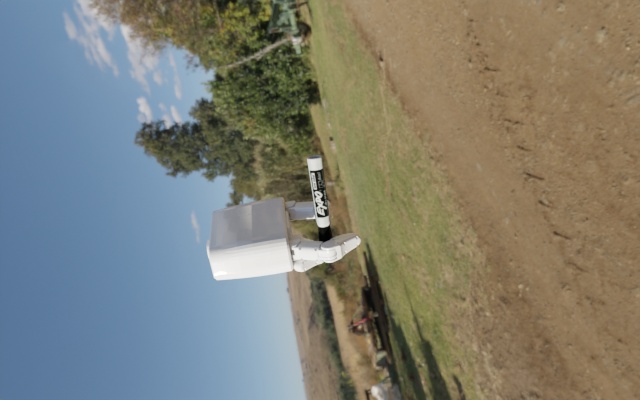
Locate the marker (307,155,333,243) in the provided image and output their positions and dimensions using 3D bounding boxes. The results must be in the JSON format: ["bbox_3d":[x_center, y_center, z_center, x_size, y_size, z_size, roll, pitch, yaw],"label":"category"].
[{"bbox_3d":[0.000,0.002,0.615,0.020,0.121,0.020,-7,20,3],"label":"marker"}]
